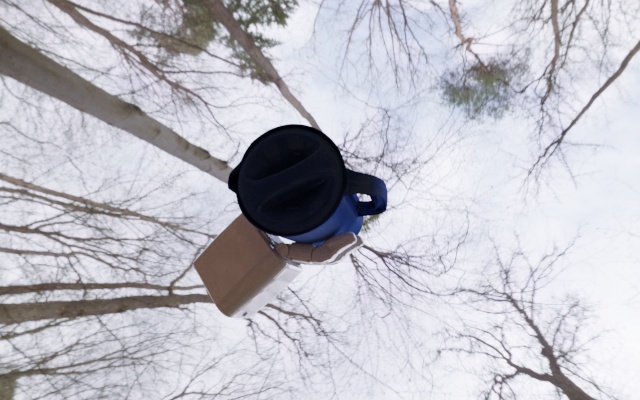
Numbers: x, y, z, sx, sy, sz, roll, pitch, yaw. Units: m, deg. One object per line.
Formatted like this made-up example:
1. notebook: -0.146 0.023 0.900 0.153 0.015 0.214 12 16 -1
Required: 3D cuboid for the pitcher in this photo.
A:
1. pitcher: 0.000 0.002 0.647 0.145 0.149 0.243 -43 -19 1
